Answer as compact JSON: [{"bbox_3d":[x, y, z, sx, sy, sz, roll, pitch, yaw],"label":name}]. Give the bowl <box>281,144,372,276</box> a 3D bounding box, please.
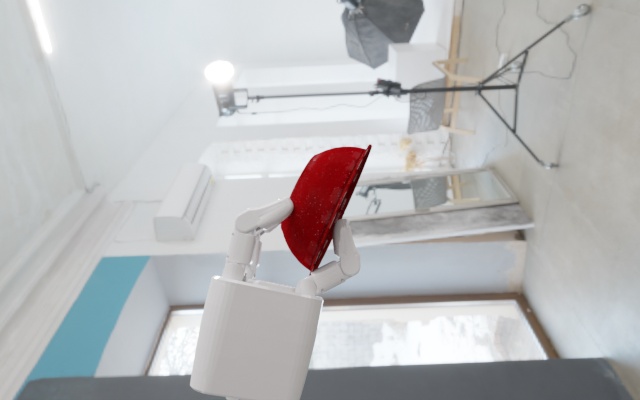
[{"bbox_3d":[0.000,0.000,0.530,0.055,0.162,0.162,25,2,5],"label":"bowl"}]
